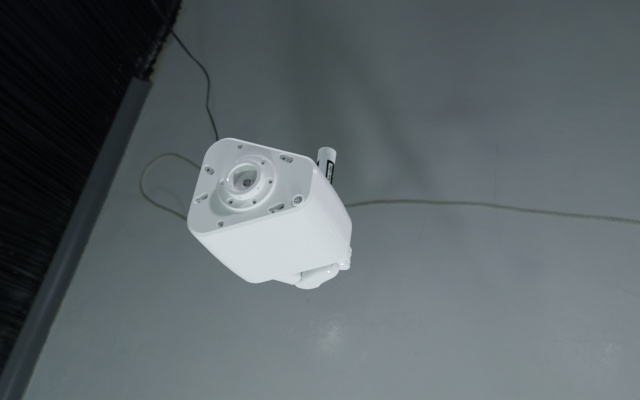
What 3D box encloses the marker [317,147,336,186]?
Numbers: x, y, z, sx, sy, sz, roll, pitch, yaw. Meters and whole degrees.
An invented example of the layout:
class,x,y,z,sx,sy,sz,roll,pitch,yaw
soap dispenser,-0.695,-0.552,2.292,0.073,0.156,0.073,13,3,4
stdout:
class,x,y,z,sx,sy,sz,roll,pitch,yaw
marker,0.000,0.002,0.482,0.020,0.121,0.020,6,-26,3
